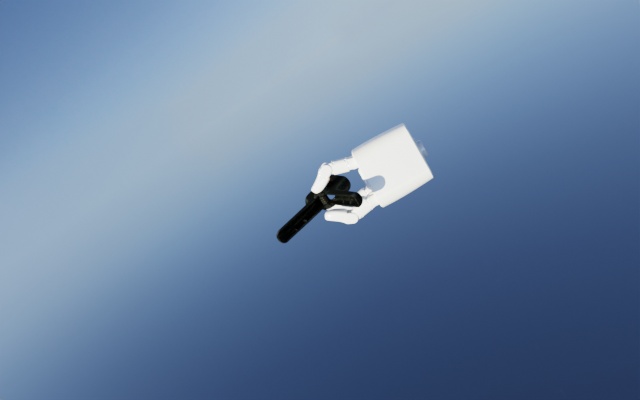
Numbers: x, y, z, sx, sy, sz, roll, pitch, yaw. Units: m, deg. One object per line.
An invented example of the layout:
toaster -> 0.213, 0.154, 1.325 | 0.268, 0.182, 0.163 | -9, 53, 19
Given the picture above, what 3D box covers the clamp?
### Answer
clamp -> 0.000, 0.002, 0.878 | 0.164, 0.036, 0.210 | -28, 16, 11
